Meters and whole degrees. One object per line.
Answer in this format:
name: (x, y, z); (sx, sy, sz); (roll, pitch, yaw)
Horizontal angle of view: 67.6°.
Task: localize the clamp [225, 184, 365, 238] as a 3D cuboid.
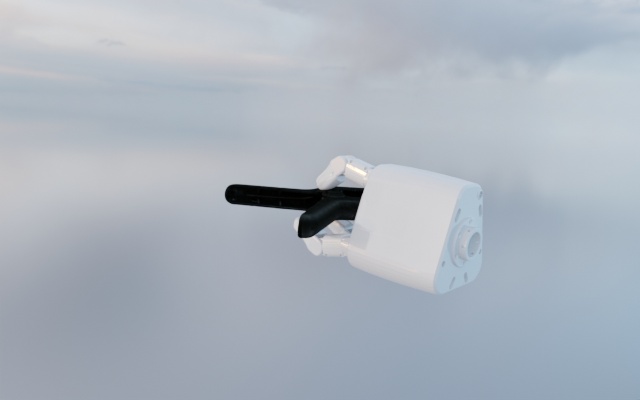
clamp: (0.001, 0.001, 0.584); (0.210, 0.036, 0.164); (-6, 19, -45)
